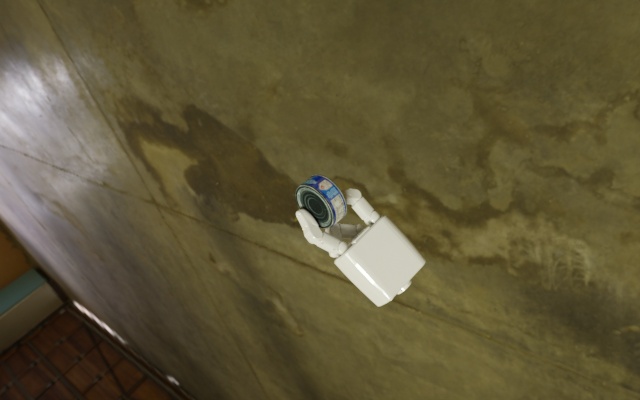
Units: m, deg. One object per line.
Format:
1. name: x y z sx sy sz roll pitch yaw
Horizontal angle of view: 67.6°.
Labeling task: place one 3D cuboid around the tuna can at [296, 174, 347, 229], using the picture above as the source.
1. tuna can: 0.000 0.003 0.771 0.033 0.086 0.086 -38 23 -32
